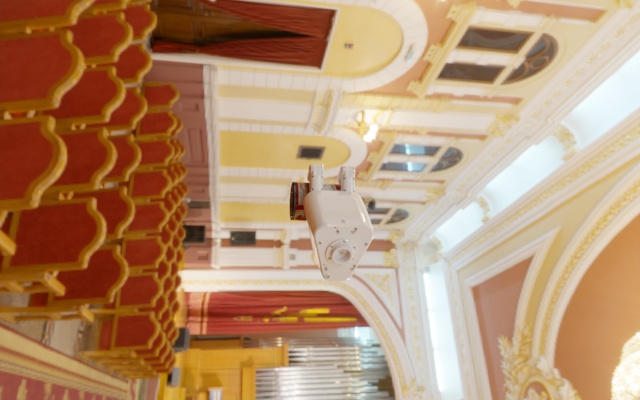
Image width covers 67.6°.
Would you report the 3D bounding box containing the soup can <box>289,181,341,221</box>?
[{"bbox_3d":[0.000,0.003,0.836,0.102,0.068,0.068,2,-1,-10],"label":"soup can"}]
